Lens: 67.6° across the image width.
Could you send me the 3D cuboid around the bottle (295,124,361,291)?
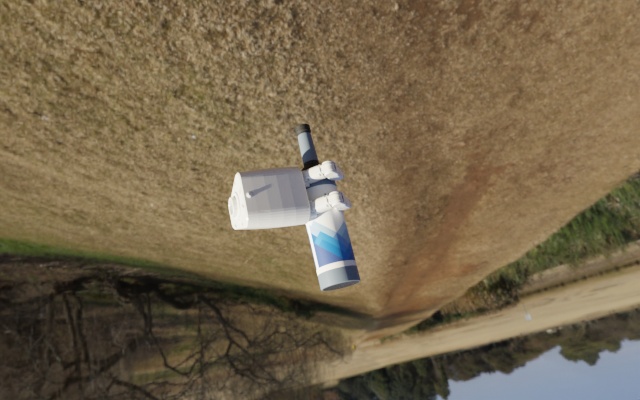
[{"bbox_3d":[0.000,0.003,0.820,0.069,0.295,0.069,-12,-18,-4],"label":"bottle"}]
